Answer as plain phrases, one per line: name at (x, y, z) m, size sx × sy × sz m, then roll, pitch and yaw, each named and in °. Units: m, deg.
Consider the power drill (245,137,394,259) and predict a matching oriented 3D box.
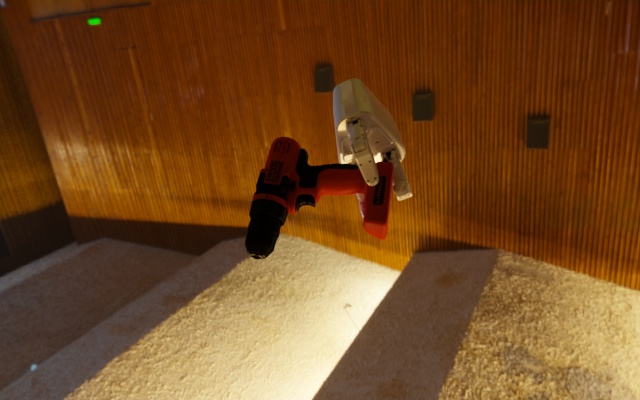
power drill at (0.001, 0.002, 0.646) m, size 0.187 × 0.184 × 0.057 m, roll 8°, pitch -25°, yaw 9°
